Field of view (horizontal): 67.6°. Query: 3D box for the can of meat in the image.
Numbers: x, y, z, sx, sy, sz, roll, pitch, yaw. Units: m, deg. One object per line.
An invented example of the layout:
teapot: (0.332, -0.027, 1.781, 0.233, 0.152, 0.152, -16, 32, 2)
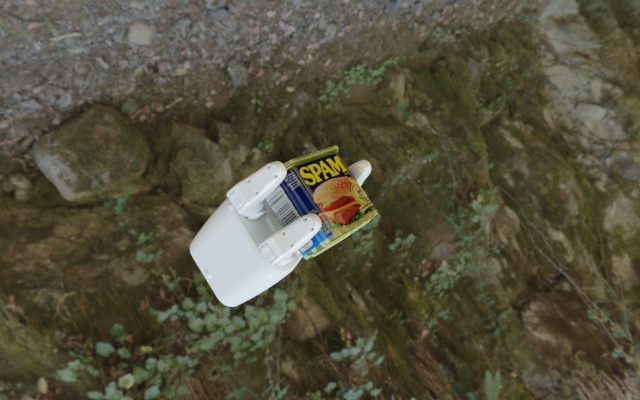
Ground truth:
can of meat: (0.000, 0.002, 0.470, 0.057, 0.084, 0.102, -39, -9, 37)
